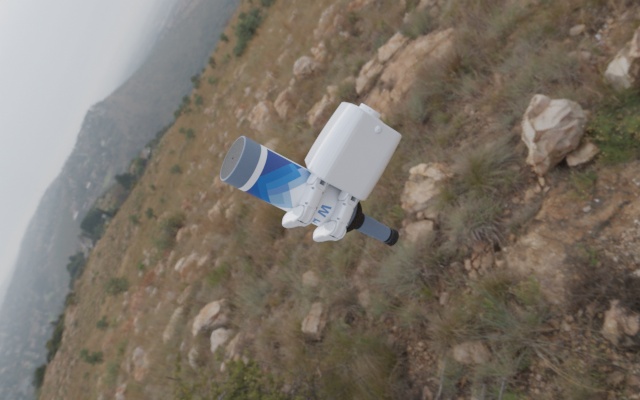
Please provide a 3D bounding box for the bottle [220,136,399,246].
[{"bbox_3d":[0.000,0.002,0.699,0.296,0.069,0.069,27,-13,-28],"label":"bottle"}]
